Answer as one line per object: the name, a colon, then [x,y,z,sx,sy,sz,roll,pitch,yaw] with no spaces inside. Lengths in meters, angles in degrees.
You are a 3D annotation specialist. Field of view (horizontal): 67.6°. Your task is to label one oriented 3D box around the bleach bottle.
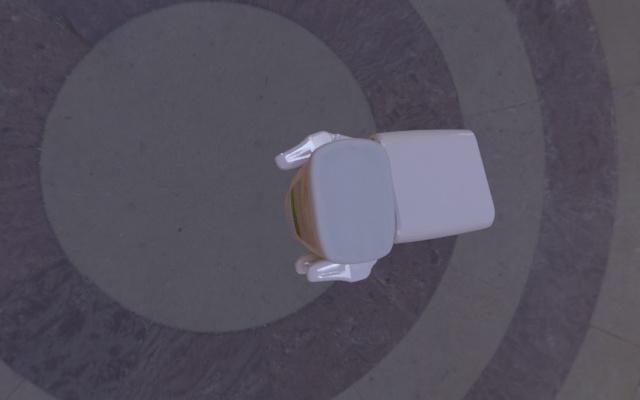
bleach bottle: [0.000,0.002,0.490,0.068,0.102,0.251,-6,2,-12]
